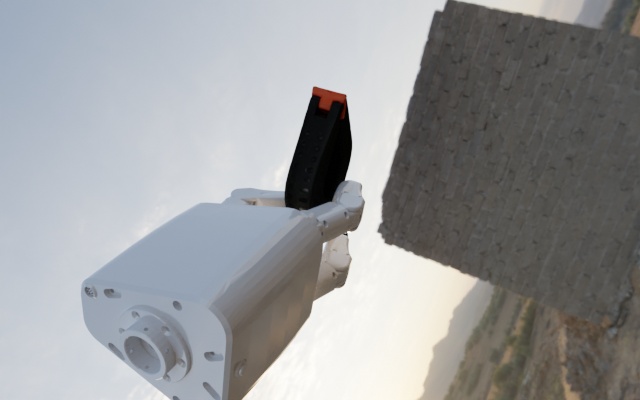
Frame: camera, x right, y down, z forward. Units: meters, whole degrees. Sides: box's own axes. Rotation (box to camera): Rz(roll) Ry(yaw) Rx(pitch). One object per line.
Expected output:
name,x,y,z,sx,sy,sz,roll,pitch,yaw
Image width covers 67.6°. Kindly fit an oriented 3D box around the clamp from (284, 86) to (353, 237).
clamp,-0.001,0.001,0.422,0.036,0.210,0.164,18,29,16
